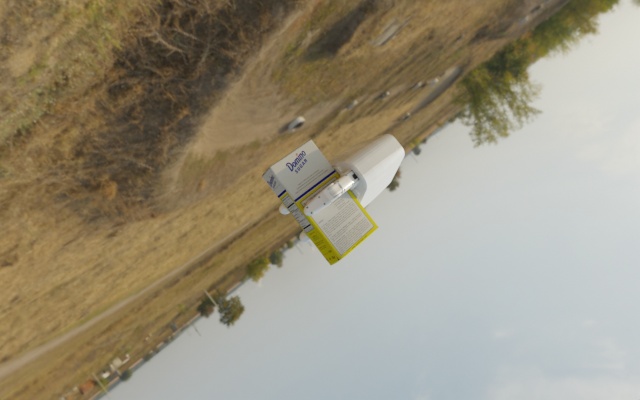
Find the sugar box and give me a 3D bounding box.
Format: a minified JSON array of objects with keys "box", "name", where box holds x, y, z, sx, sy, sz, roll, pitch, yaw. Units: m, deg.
[{"box":[0.000,0.003,0.741,0.093,0.176,0.048,-37,-2,-30],"name":"sugar box"}]
